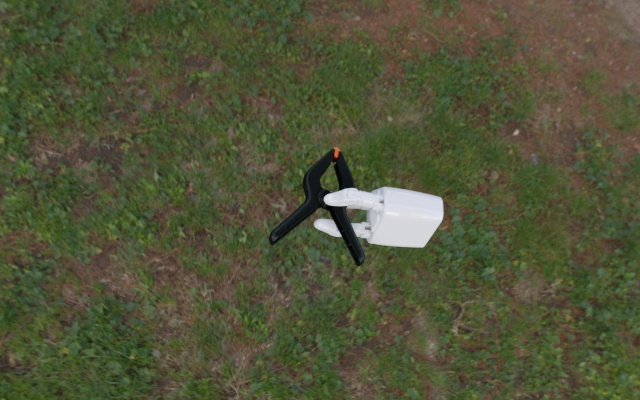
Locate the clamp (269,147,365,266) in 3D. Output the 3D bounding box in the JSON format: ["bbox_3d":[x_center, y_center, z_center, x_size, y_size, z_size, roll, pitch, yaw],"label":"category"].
[{"bbox_3d":[0.001,0.002,0.827,0.164,0.210,0.036,9,-23,-11],"label":"clamp"}]
